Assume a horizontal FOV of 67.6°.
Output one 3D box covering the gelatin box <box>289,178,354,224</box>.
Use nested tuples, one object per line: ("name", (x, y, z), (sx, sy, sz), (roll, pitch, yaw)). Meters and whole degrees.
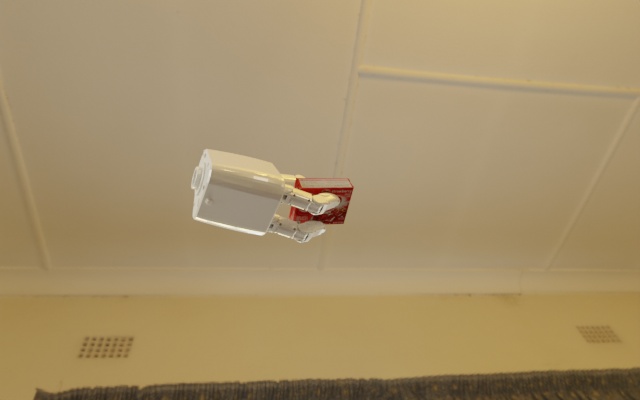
("gelatin box", (0.000, 0.002, 0.743), (0.089, 0.073, 0.030), (-1, 37, -19))
